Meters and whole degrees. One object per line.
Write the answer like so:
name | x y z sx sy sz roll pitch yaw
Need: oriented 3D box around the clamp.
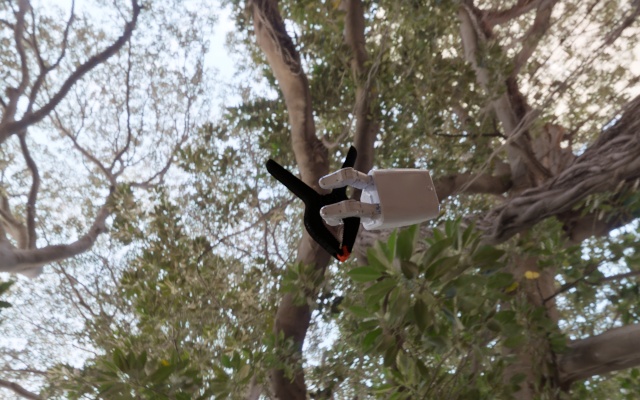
clamp | 0.000 0.003 0.797 0.164 0.210 0.036 -5 -26 -11
